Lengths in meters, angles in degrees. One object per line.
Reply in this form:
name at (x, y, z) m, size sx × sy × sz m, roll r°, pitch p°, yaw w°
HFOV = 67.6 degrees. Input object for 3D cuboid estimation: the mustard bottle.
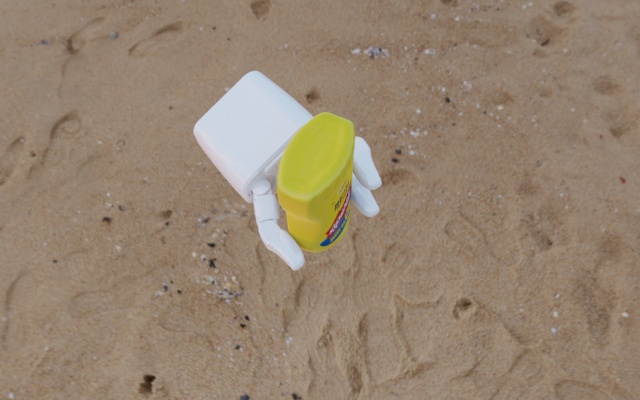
mustard bottle at (0.000, 0.002, 0.499) m, size 0.058 × 0.096 × 0.192 m, roll 21°, pitch -24°, yaw 13°
